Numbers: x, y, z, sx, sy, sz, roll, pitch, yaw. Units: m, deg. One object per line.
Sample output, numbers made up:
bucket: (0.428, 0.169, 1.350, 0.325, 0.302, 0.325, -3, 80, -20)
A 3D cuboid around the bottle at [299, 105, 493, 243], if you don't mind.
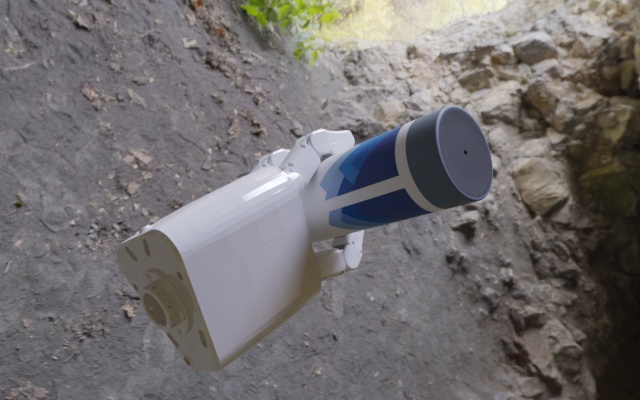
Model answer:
bottle: (0.000, 0.001, 0.421, 0.069, 0.069, 0.296, 0, -13, -42)
